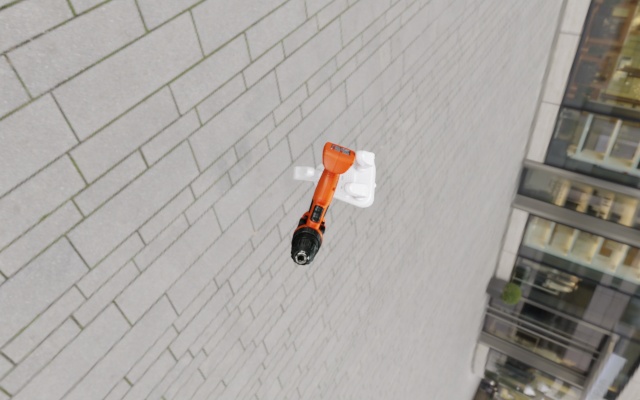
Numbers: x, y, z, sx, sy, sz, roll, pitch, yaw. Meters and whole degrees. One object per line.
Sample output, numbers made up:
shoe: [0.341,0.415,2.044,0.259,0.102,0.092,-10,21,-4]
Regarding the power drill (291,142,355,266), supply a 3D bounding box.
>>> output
power drill: [0.000,0.002,0.809,0.057,0.188,0.184,21,18,-3]
